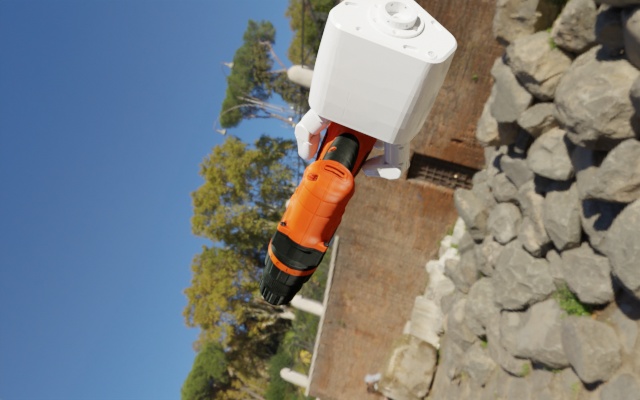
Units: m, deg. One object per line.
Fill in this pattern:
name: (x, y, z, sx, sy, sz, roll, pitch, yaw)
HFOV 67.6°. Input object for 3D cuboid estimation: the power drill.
power drill: (0.000, 0.001, 0.503, 0.057, 0.184, 0.187, 26, 39, -3)
